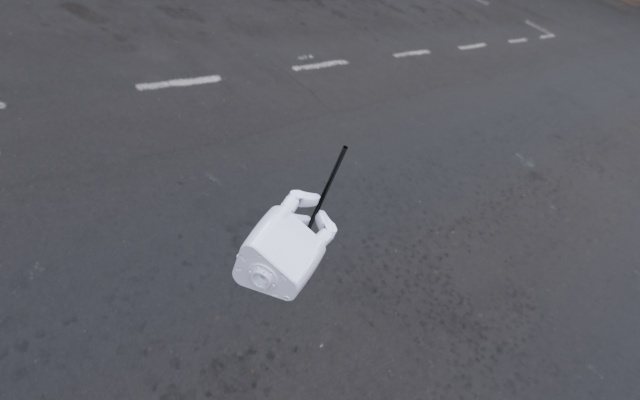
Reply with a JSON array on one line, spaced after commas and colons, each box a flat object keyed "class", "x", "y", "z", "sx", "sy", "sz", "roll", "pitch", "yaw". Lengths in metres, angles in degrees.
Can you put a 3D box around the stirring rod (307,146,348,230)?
[{"class": "stirring rod", "x": 0.000, "y": 0.003, "z": 0.822, "sx": 0.011, "sy": 0.240, "sz": 0.011, "roll": 15, "pitch": 39, "yaw": -12}]
